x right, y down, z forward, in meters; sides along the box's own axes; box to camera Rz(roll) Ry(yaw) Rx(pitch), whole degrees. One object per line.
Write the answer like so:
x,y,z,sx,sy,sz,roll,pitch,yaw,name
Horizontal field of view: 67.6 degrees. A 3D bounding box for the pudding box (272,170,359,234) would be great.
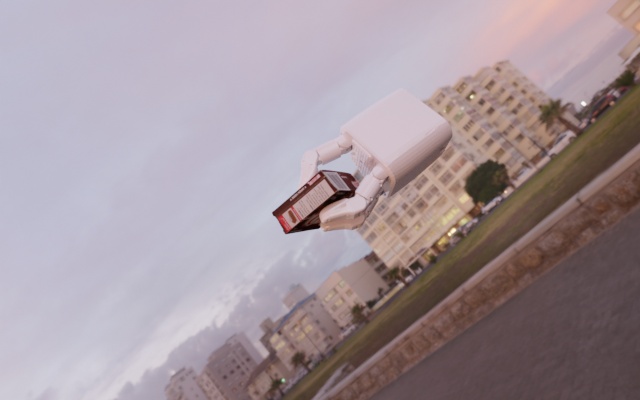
0.000,0.002,0.630,0.090,0.039,0.113,-41,-16,17,pudding box
